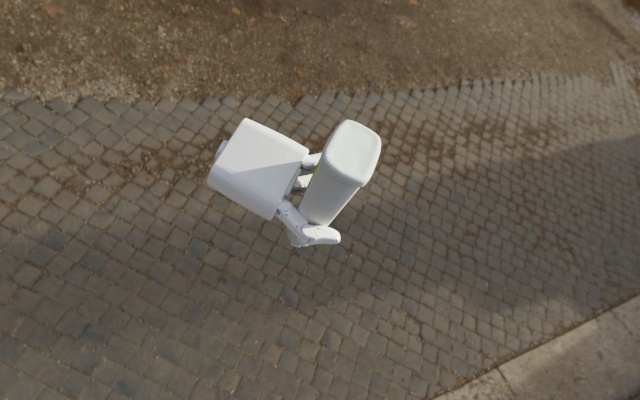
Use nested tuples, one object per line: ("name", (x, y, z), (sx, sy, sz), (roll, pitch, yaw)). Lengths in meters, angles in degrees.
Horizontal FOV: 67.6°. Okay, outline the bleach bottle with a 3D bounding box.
("bleach bottle", (0.000, 0.002, 0.688), (0.068, 0.102, 0.251), (28, -40, -3))
